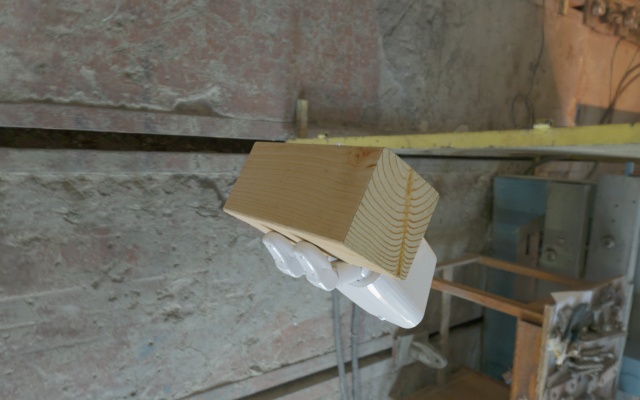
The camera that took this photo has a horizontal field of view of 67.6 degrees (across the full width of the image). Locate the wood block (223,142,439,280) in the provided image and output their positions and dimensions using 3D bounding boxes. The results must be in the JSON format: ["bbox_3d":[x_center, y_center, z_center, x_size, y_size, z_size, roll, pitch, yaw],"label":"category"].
[{"bbox_3d":[0.001,0.002,0.485,0.090,0.091,0.206,33,-14,-37],"label":"wood block"}]
